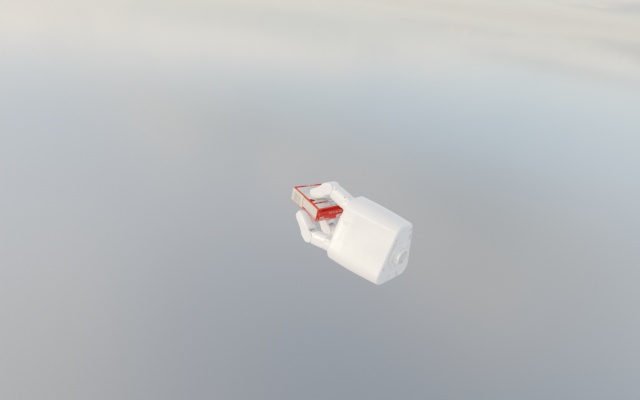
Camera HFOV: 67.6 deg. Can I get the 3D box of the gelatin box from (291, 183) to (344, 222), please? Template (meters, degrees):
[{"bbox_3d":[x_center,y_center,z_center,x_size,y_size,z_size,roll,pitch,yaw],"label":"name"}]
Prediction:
[{"bbox_3d":[0.000,0.002,0.882,0.073,0.030,0.089,-9,34,-35],"label":"gelatin box"}]
